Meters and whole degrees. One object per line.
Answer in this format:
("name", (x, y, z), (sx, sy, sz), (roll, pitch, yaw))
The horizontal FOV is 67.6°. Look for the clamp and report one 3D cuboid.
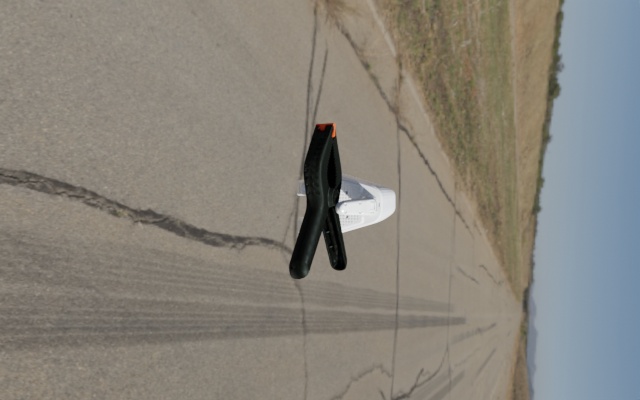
("clamp", (0.001, 0.002, 0.628), (0.036, 0.210, 0.164), (1, 3, 20))
